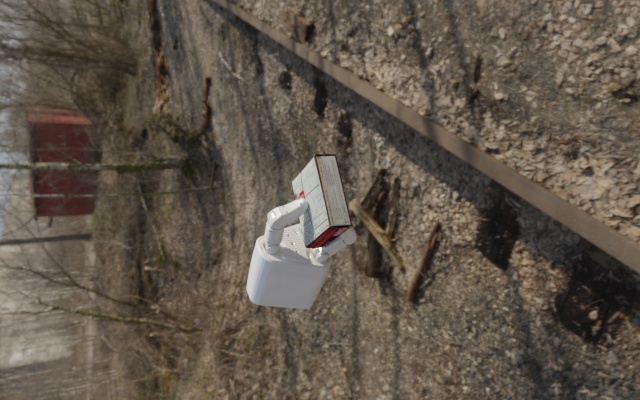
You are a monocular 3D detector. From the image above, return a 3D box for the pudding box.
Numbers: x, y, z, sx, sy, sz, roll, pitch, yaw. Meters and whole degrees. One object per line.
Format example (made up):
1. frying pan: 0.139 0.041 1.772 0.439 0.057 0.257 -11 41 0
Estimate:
1. pudding box: 0.000 0.002 0.683 0.039 0.113 0.090 -3 -21 -28
